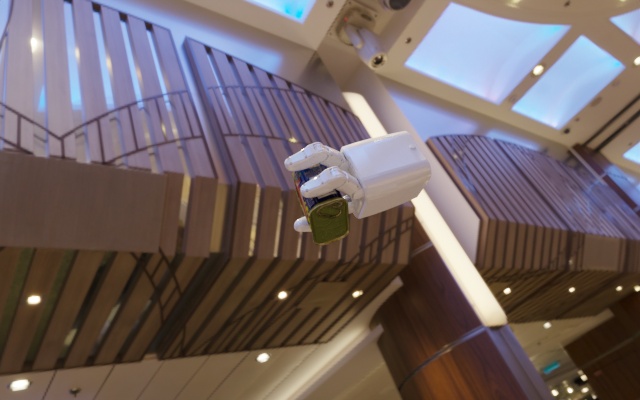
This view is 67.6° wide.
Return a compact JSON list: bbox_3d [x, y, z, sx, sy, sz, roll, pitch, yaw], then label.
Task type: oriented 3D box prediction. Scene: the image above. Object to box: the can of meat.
[{"bbox_3d":[0.000,0.002,0.696,0.057,0.084,0.102,-19,-35,-8],"label":"can of meat"}]
